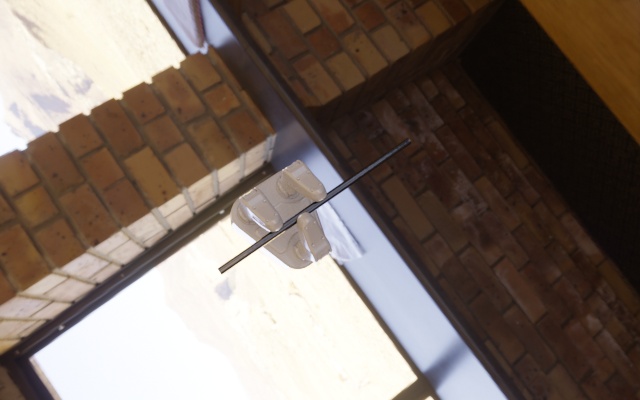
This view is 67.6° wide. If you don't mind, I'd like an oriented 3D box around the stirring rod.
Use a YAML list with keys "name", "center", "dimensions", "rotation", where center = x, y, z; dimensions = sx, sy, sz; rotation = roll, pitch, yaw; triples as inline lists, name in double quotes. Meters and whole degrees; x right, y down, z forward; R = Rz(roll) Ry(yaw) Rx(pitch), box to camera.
- name: "stirring rod"
  center: [0.000, 0.002, 0.482]
  dimensions: [0.239, 0.011, 0.011]
  rotation: [-35, 11, -16]
